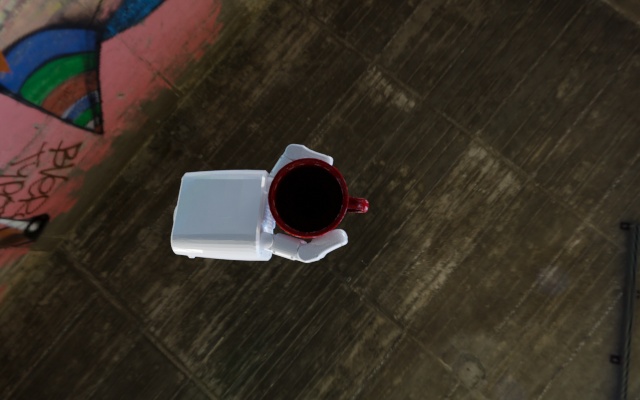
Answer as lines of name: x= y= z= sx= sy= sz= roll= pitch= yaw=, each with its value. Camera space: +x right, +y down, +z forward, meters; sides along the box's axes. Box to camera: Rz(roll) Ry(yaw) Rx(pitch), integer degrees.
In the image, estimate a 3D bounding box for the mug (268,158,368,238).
mug: x=0.002 y=0.002 z=0.586 sx=0.117 sy=0.093 sz=0.081 roll=2 pitch=-7 yaw=4
